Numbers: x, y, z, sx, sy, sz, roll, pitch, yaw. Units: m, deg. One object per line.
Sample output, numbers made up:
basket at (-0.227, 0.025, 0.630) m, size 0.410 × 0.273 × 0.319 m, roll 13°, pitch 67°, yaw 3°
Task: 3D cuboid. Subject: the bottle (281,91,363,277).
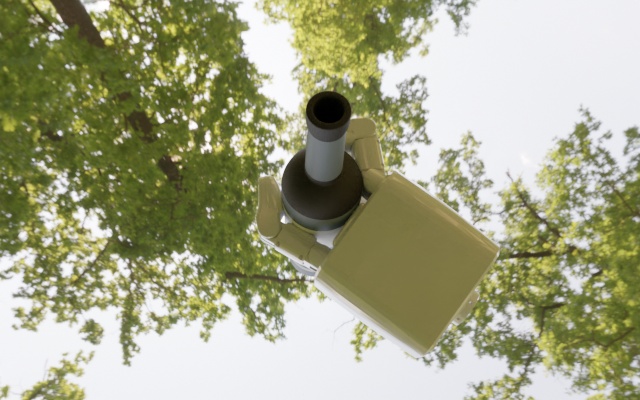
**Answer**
bottle at (0.000, 0.001, 0.419) m, size 0.069 × 0.069 × 0.296 m, roll 0°, pitch -22°, yaw -2°
